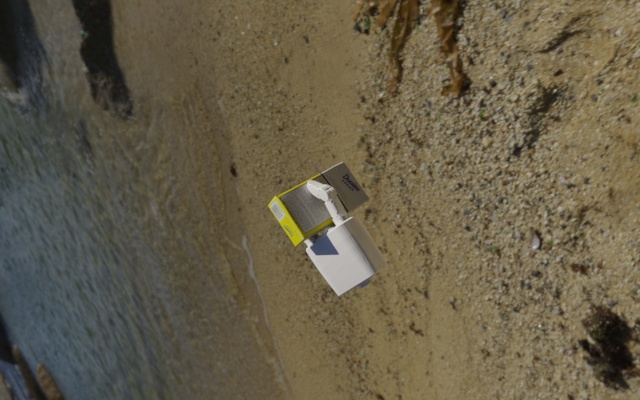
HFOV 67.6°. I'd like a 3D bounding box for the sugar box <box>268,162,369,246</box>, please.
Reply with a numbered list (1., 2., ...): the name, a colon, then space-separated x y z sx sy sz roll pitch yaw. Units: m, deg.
1. sugar box: 0.000 0.003 0.889 0.176 0.093 0.048 -28 -10 -38
